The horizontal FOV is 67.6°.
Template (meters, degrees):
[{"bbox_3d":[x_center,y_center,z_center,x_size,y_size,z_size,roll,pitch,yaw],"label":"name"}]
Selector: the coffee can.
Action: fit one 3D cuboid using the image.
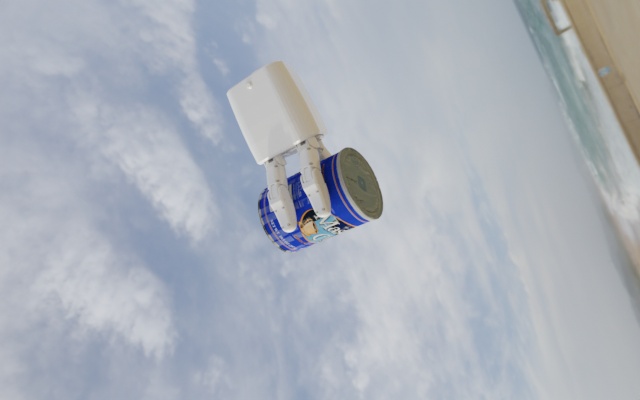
[{"bbox_3d":[0.000,0.002,0.656,0.140,0.102,0.103,-25,-12,29],"label":"coffee can"}]
